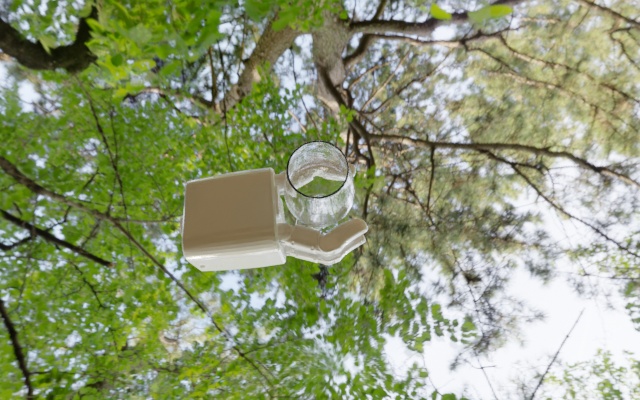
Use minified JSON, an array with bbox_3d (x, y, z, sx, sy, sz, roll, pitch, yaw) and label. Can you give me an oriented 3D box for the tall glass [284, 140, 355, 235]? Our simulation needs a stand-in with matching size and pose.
[{"bbox_3d":[0.000,0.002,0.557,0.079,0.079,0.201,0,-19,2],"label":"tall glass"}]
